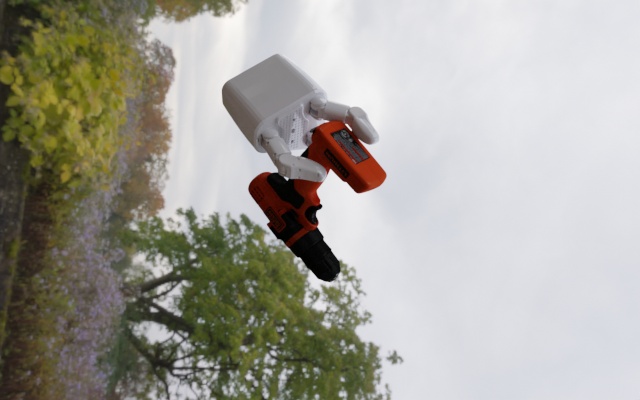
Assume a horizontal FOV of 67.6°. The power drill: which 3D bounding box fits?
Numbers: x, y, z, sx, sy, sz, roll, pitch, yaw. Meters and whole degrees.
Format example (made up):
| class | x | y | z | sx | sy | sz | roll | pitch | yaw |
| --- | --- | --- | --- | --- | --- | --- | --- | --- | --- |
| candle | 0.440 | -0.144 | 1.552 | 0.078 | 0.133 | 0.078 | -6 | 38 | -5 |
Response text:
| class | x | y | z | sx | sy | sz | roll | pitch | yaw |
| --- | --- | --- | --- | --- | --- | --- | --- | --- | --- |
| power drill | 0.000 | 0.002 | 0.635 | 0.188 | 0.184 | 0.057 | -45 | -8 | 38 |
